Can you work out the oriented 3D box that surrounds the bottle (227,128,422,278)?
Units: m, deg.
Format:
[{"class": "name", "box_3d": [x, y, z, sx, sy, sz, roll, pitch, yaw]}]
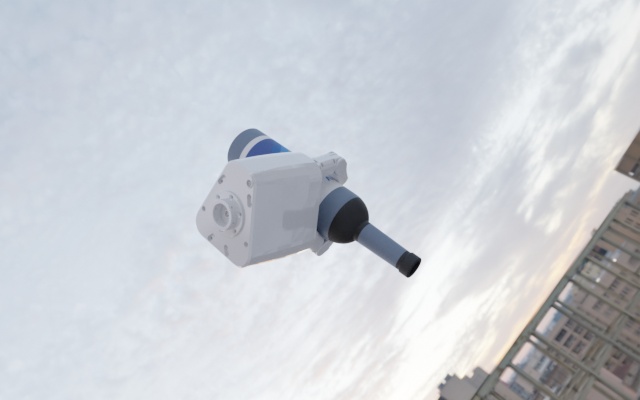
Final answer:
[{"class": "bottle", "box_3d": [0.000, 0.002, 0.607, 0.295, 0.069, 0.069, 35, 18, 28]}]
